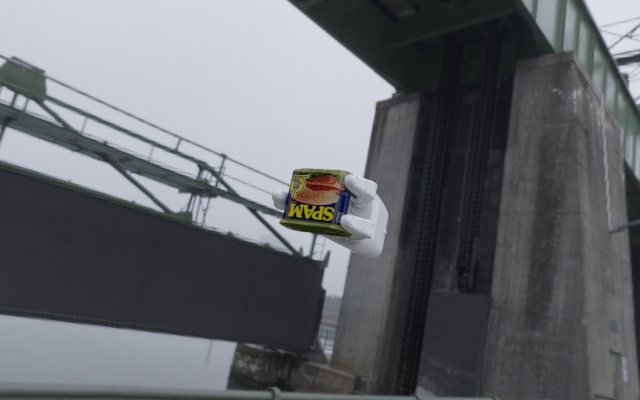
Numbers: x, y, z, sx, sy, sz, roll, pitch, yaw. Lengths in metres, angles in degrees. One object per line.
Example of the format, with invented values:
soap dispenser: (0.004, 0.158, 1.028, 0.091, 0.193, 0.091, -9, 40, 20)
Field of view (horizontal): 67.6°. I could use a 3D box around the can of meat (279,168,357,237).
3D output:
can of meat: (0.000, 0.002, 0.681, 0.102, 0.084, 0.057, 5, -15, 25)
